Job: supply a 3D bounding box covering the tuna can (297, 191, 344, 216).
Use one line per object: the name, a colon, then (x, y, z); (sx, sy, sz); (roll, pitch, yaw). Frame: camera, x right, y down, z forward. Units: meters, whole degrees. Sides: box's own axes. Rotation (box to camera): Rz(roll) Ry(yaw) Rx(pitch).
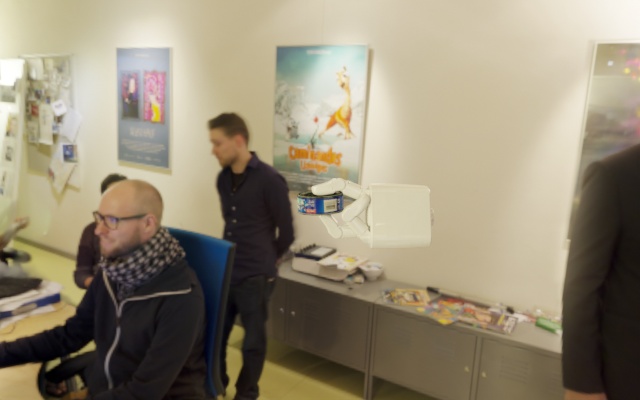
tuna can: (0.000, 0.002, 0.876); (0.086, 0.034, 0.086); (-3, 10, 0)
